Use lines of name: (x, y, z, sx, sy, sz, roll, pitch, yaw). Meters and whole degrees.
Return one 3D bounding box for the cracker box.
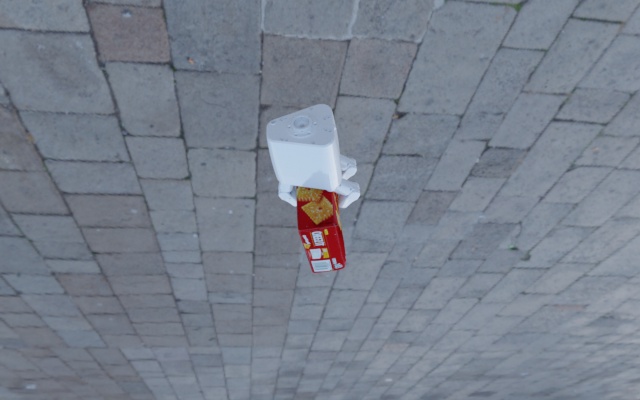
cracker box: (0.000, 0.003, 0.890, 0.072, 0.213, 0.164, -7, -35, 5)
